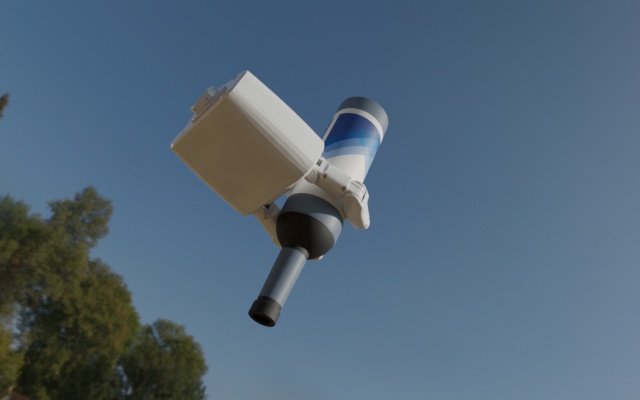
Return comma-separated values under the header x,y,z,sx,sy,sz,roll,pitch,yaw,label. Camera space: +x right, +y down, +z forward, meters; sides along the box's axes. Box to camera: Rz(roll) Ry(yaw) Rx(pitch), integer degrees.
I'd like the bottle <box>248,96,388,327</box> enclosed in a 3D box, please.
x,y,z,sx,sy,sz,roll,pitch,yaw,label
0.000,0.002,0.520,0.069,0.295,0.069,17,-37,13,bottle
